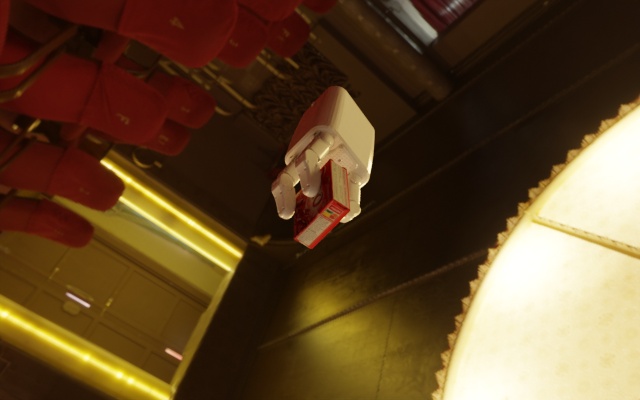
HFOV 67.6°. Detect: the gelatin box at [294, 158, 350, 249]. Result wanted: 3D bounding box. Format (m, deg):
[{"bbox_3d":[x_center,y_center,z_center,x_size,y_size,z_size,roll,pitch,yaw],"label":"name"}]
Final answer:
[{"bbox_3d":[0.000,0.002,0.572,0.030,0.073,0.089,32,31,-23],"label":"gelatin box"}]
